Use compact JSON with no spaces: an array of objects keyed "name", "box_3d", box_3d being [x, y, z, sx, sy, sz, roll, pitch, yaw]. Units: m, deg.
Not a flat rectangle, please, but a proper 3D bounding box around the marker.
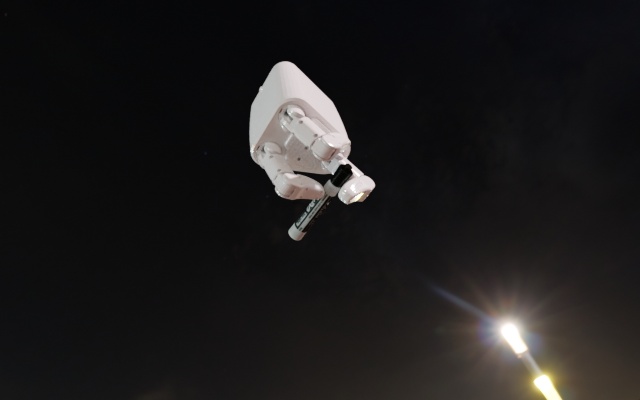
[{"name":"marker","box_3d":[0.000,0.002,0.569,0.020,0.020,0.121,0,-43,-47]}]
